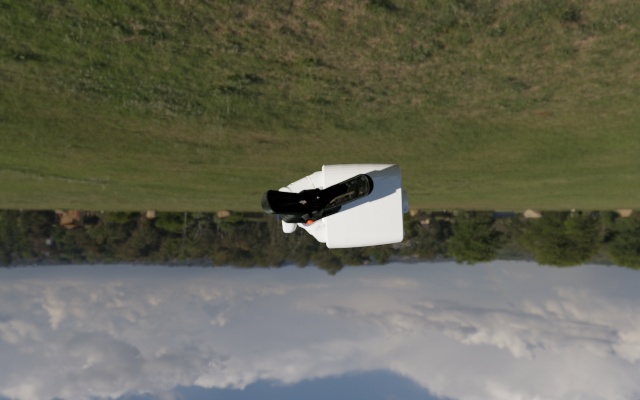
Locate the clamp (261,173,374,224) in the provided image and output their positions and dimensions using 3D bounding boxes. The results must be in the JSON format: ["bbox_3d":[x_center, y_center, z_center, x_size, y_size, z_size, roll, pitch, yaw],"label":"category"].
[{"bbox_3d":[0.000,0.003,0.568,0.120,0.039,0.171,-6,-6,2],"label":"clamp"}]
